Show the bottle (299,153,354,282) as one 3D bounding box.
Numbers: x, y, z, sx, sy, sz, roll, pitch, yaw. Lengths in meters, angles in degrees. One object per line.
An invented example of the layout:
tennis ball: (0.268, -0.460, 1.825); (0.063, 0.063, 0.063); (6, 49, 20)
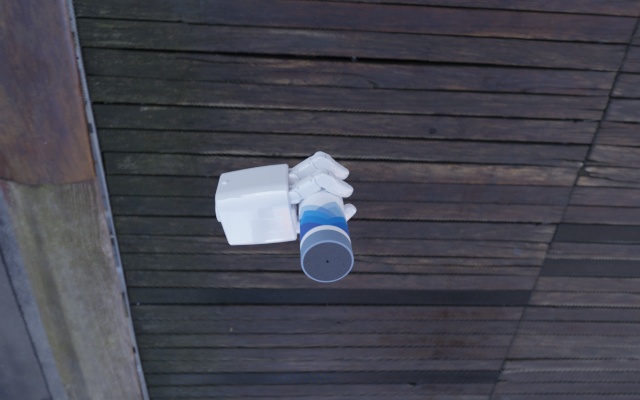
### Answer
bottle: (0.000, 0.003, 0.724); (0.069, 0.069, 0.295); (0, 31, -4)
